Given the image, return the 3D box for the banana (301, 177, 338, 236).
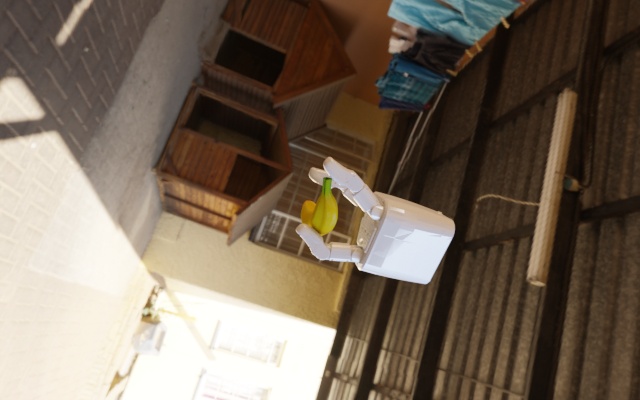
[{"bbox_3d":[-0.002,0.020,0.714,0.037,0.069,0.198,11,-12,-10],"label":"banana"}]
